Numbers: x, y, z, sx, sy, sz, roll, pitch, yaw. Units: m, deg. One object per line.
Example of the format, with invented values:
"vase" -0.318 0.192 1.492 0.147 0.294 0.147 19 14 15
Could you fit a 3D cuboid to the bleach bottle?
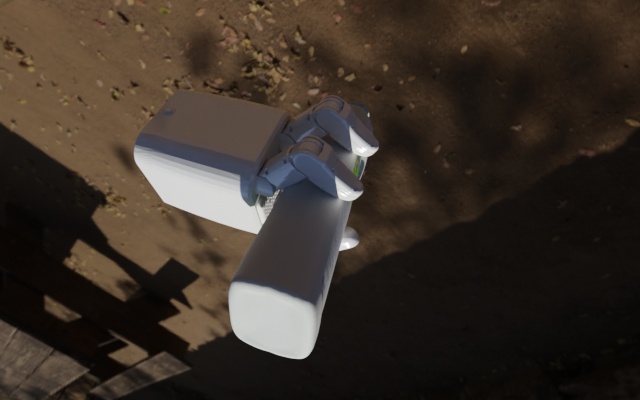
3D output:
"bleach bottle" 0.000 0.001 0.423 0.068 0.250 0.103 16 -42 8
